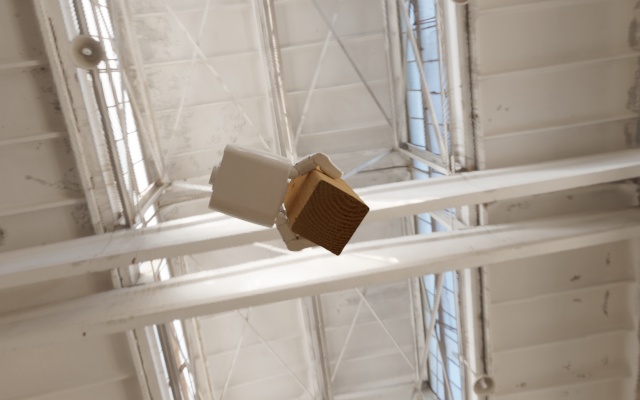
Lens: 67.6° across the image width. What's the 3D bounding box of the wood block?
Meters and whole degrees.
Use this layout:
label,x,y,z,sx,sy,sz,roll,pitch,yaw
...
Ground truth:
label,x,y,z,sx,sy,sz,roll,pitch,yaw
wood block,0.000,0.002,0.796,0.090,0.091,0.206,30,8,-15
